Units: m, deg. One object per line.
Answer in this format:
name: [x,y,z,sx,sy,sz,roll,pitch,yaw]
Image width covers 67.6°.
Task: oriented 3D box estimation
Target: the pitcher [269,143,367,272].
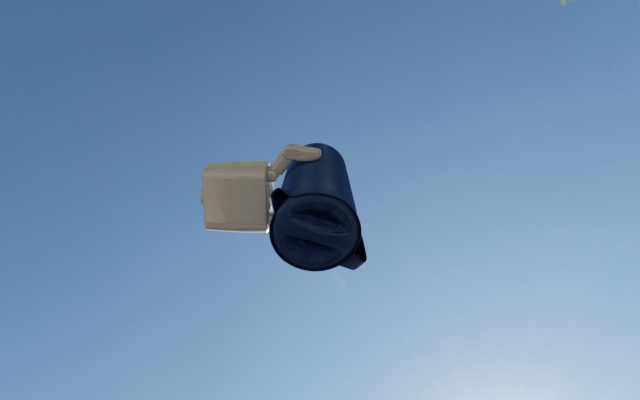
pitcher: [0.000,0.003,0.788,0.145,0.149,0.242,0,27,1]
